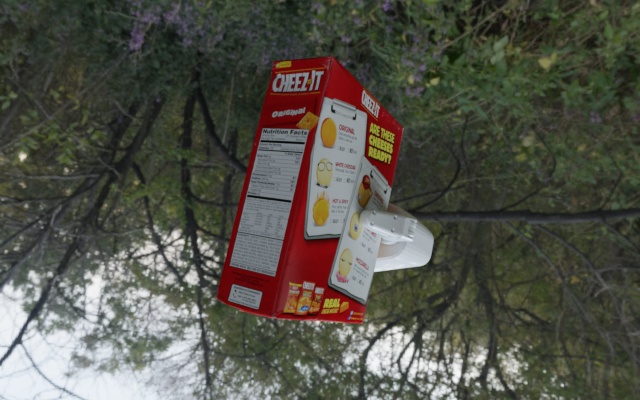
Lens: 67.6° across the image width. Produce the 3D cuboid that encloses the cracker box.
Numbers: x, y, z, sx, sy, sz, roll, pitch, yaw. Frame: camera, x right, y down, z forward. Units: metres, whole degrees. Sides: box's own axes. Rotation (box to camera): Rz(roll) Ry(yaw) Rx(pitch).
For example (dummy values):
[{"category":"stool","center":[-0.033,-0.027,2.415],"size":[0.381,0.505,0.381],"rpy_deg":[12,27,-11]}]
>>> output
[{"category":"cracker box","center":[0.000,0.002,0.449],"size":[0.072,0.213,0.164],"rpy_deg":[7,-10,32]}]
